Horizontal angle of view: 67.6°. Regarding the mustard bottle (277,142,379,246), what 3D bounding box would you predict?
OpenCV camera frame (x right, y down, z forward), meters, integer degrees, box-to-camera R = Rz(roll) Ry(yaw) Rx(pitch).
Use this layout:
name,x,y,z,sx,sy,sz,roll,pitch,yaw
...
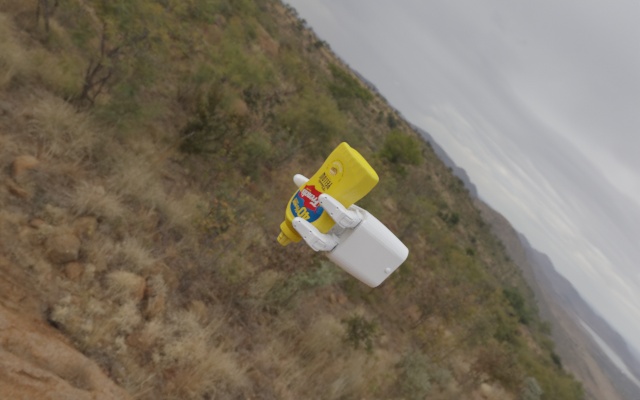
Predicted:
name,x,y,z,sx,sy,sz,roll,pitch,yaw
mustard bottle,0.000,0.002,0.767,0.058,0.192,0.096,31,18,-44
